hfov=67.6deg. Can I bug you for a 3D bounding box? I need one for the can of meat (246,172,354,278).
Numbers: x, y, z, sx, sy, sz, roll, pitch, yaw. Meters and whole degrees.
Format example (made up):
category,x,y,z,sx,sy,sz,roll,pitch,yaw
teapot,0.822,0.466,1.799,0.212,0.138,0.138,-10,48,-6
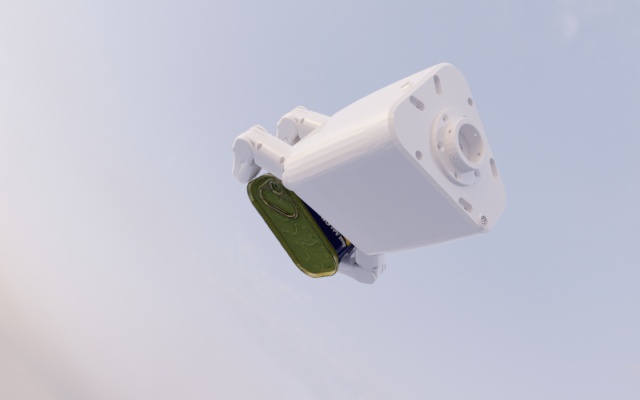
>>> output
category,x,y,z,sx,sy,sz,roll,pitch,yaw
can of meat,0.000,0.001,0.419,0.084,0.102,0.057,-42,13,-36
